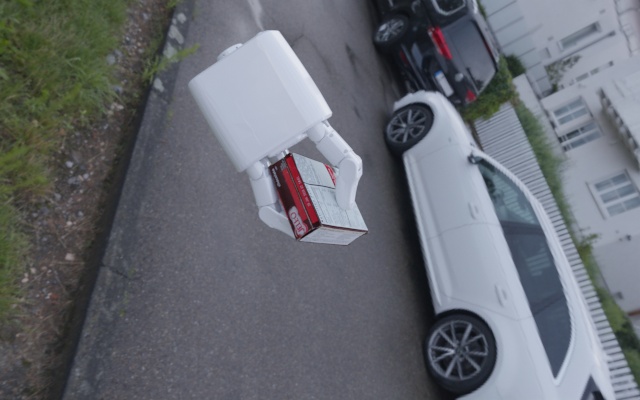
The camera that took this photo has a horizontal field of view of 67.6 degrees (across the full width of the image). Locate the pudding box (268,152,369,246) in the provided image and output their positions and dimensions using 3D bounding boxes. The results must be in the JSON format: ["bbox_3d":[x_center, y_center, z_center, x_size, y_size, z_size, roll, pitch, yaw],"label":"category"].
[{"bbox_3d":[0.000,0.002,0.529,0.039,0.090,0.113,-32,-22,26],"label":"pudding box"}]
